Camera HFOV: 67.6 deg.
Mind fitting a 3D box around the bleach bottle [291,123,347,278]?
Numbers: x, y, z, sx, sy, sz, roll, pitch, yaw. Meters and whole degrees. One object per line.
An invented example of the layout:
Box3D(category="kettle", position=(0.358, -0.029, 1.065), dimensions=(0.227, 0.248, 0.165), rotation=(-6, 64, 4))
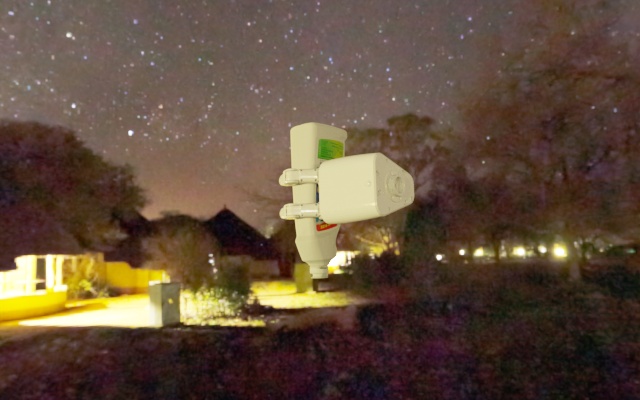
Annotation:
Box3D(category="bleach bottle", position=(0.000, 0.003, 0.801), dimensions=(0.068, 0.251, 0.102), rotation=(-8, -9, 42))
